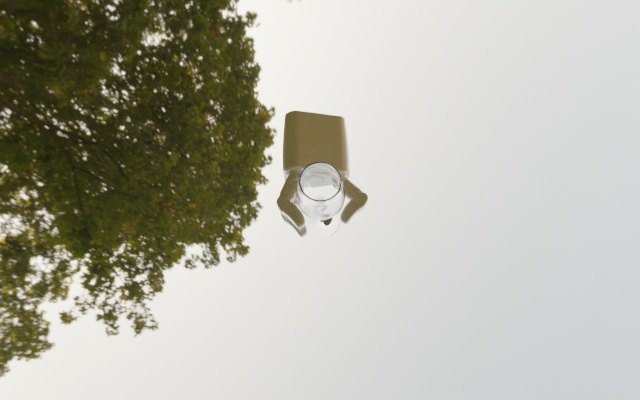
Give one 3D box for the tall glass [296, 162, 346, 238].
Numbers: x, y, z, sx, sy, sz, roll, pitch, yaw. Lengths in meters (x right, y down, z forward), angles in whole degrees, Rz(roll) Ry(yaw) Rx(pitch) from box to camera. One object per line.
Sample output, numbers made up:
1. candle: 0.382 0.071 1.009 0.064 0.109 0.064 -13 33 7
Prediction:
1. tall glass: 0.000 0.003 0.783 0.079 0.079 0.201 0 -18 0
